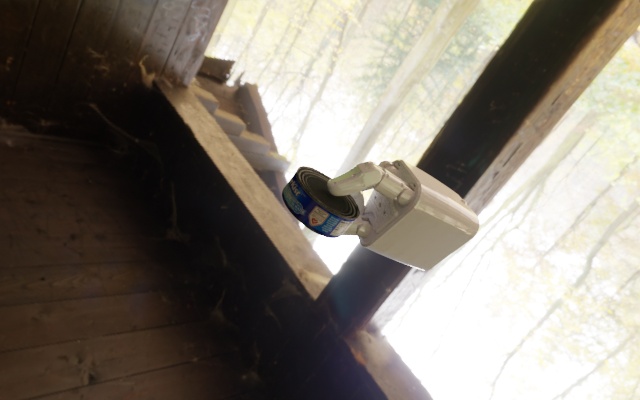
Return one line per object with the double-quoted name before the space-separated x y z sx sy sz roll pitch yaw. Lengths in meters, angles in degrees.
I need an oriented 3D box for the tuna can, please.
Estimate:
"tuna can" 0.000 0.002 0.531 0.086 0.034 0.086 33 22 -15
